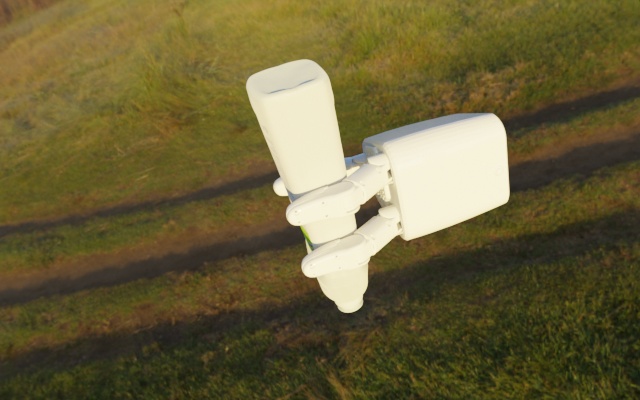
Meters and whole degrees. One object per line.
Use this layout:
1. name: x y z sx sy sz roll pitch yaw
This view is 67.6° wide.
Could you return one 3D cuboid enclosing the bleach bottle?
1. bleach bottle: 0.000 0.002 0.461 0.068 0.251 0.102 -18 29 -4
